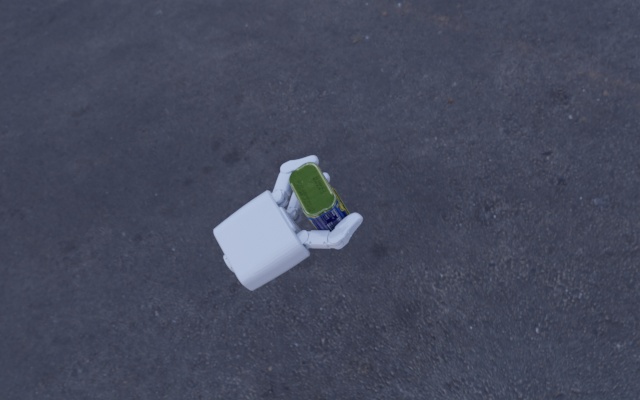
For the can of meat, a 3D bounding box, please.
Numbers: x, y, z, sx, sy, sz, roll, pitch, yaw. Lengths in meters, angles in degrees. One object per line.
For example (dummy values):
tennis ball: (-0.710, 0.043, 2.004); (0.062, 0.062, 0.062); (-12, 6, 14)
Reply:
can of meat: (0.000, 0.002, 0.722); (0.057, 0.102, 0.084); (-32, -37, 3)
